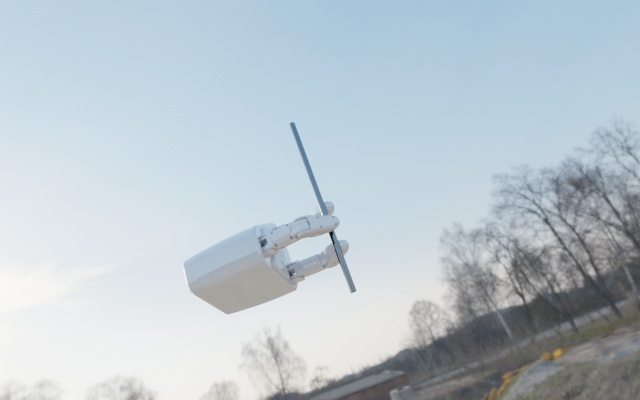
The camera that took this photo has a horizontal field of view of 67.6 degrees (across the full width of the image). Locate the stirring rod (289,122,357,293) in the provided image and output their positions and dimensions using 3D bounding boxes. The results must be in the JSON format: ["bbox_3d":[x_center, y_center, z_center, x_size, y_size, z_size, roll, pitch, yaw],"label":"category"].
[{"bbox_3d":[0.000,0.002,0.604,0.011,0.239,0.011,-18,-20,-7],"label":"stirring rod"}]
